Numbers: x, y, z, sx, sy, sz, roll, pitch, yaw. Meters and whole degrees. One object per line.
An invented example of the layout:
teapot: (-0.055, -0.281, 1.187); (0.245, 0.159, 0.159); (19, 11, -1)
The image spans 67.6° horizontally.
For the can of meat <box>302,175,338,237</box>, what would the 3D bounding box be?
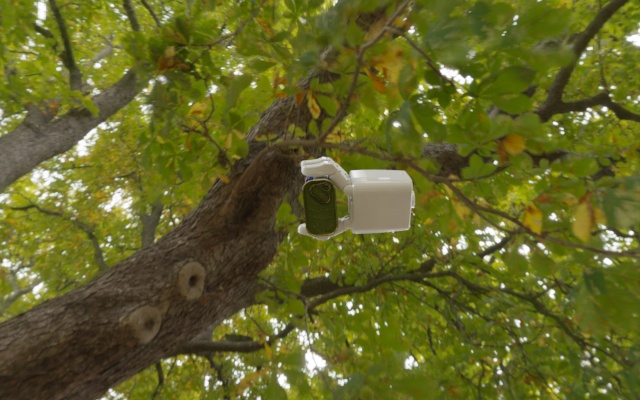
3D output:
can of meat: (0.000, 0.003, 0.861); (0.057, 0.102, 0.084); (-5, 16, 2)
